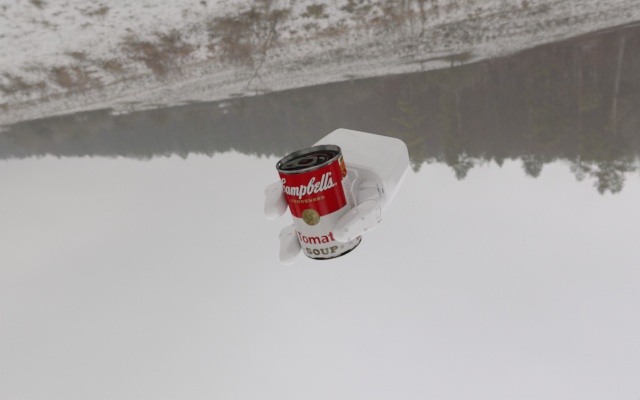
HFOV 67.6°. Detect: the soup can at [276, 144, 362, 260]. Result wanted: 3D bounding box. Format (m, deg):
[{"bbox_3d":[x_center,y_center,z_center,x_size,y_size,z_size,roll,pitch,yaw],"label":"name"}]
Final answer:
[{"bbox_3d":[0.000,0.002,0.494,0.068,0.102,0.068,-13,23,6],"label":"soup can"}]
